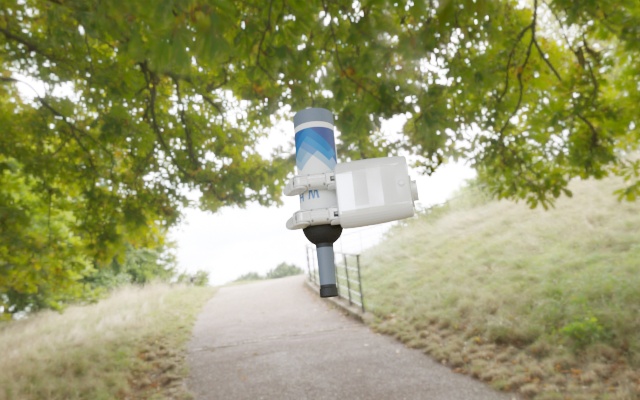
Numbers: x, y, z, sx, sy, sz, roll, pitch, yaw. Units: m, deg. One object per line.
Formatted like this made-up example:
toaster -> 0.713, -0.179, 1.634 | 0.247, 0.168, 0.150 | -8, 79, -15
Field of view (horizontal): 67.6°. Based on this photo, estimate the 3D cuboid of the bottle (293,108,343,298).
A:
bottle -> 0.000, 0.002, 0.750 | 0.069, 0.295, 0.069 | -5, -16, -1
